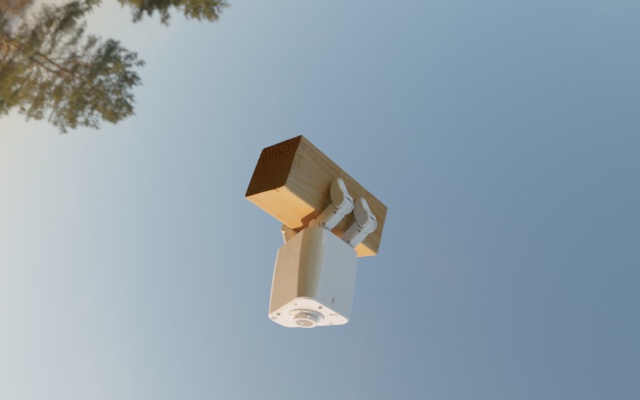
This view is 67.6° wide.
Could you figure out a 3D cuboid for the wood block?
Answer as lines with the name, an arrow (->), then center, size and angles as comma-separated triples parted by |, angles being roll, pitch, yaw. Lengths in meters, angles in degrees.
wood block -> 0.000, 0.003, 0.727 | 0.091, 0.090, 0.206 | -12, -39, 43
